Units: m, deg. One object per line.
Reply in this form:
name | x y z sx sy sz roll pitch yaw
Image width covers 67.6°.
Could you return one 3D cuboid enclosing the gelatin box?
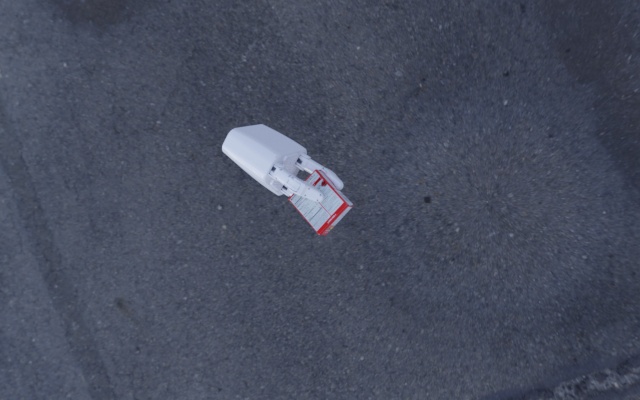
gelatin box | 0.000 0.003 0.806 0.089 0.073 0.030 48 16 21
